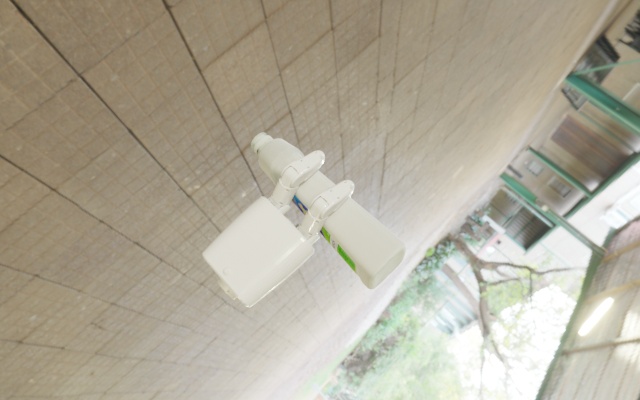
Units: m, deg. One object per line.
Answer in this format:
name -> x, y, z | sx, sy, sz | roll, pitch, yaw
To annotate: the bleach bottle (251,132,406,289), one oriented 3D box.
bleach bottle -> 0.000, 0.002, 0.631 | 0.250, 0.068, 0.103 | 44, -9, 19
